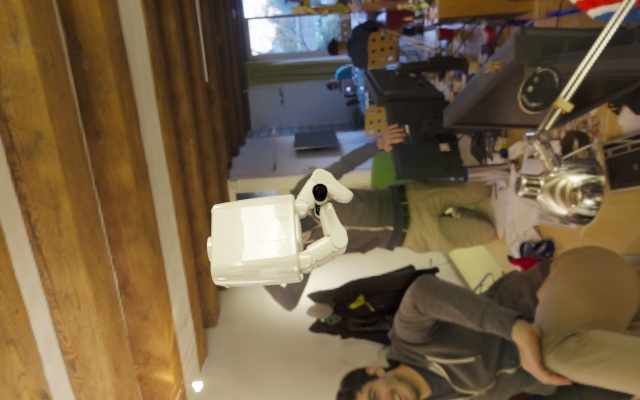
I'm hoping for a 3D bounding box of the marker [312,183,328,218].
[{"bbox_3d":[0.000,0.002,0.610,0.020,0.020,0.121,0,-14,1],"label":"marker"}]
